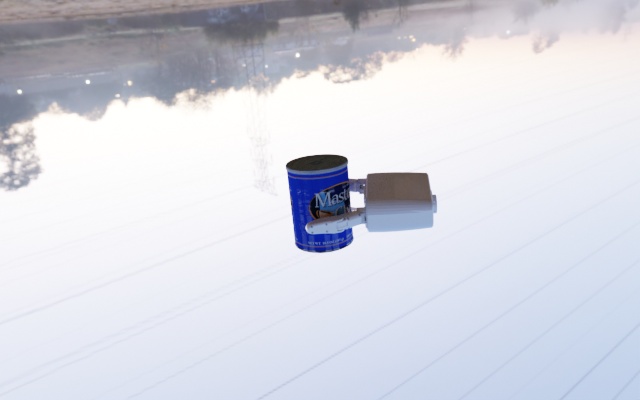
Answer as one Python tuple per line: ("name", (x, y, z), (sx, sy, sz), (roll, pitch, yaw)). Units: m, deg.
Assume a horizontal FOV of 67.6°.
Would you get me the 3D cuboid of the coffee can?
("coffee can", (0.000, 0.002, 0.796), (0.103, 0.140, 0.102), (-5, 19, 2))
